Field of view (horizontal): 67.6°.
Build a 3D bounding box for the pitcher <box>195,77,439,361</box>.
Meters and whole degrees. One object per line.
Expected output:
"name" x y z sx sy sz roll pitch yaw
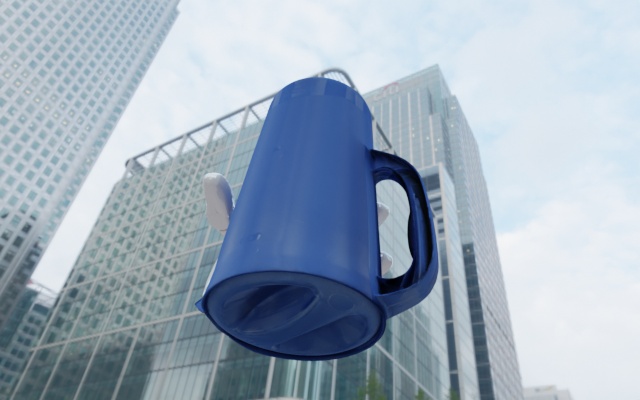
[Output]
"pitcher" 0.000 0.001 0.415 0.149 0.242 0.145 20 -43 -15
